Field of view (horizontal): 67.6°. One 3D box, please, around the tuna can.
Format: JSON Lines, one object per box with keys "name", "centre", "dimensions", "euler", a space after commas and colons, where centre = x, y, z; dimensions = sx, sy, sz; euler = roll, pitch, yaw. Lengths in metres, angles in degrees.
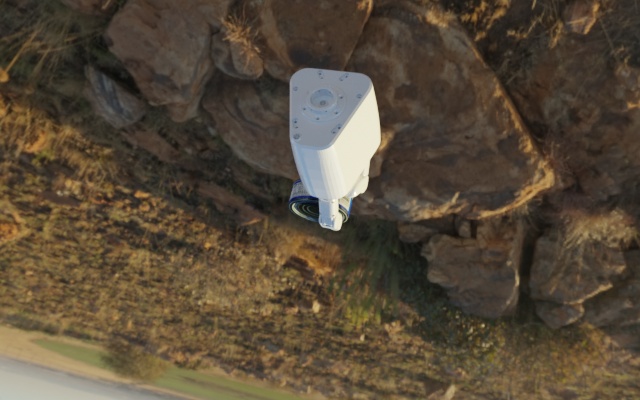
{"name": "tuna can", "centre": [0.000, 0.003, 0.659], "dimensions": [0.086, 0.033, 0.086], "euler": [11, -22, 5]}
